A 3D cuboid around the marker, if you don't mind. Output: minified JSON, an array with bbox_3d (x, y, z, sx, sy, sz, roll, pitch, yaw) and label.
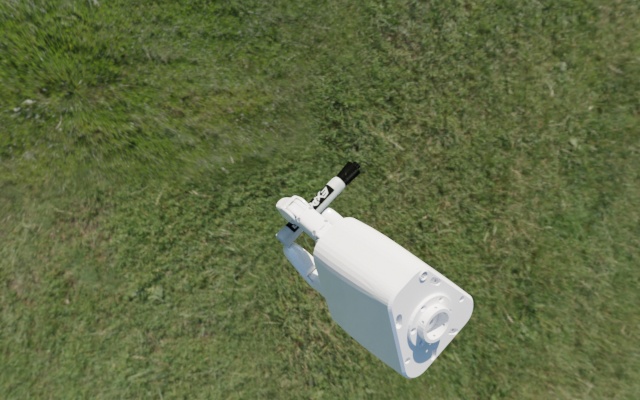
[{"bbox_3d":[0.000,0.002,0.520,0.121,0.020,0.020,-45,12,-12],"label":"marker"}]
